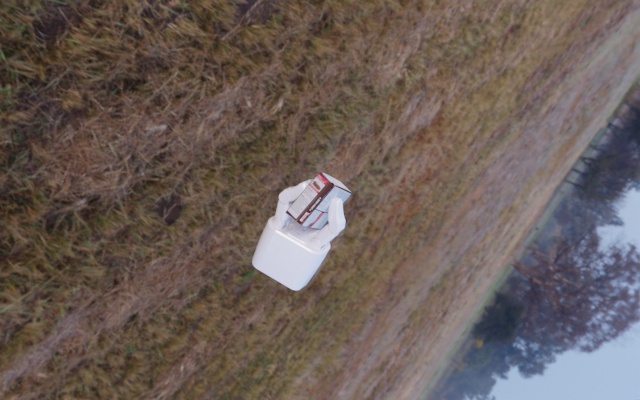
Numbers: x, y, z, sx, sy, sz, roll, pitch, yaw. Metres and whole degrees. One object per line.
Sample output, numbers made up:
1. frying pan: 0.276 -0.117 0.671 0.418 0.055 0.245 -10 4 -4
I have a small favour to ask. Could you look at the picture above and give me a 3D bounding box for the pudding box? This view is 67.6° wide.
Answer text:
1. pudding box: 0.000 0.003 0.808 0.039 0.090 0.113 42 7 16
